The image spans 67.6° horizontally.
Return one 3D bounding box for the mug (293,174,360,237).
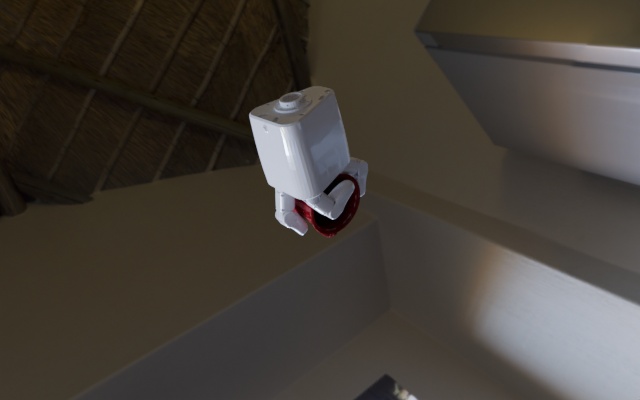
[{"bbox_3d":[0.000,0.003,0.717,0.093,0.117,0.081,-31,38,-27],"label":"mug"}]
